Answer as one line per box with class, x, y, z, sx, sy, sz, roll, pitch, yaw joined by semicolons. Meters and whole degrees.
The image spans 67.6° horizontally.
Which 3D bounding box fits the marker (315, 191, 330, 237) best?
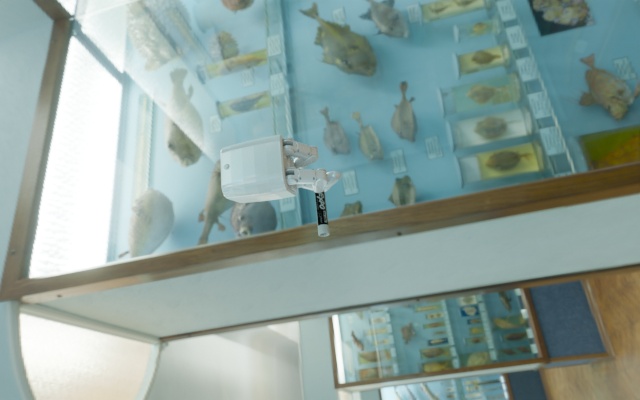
marker;0.000;0.003;0.817;0.020;0.121;0.020;-5;-25;-2
